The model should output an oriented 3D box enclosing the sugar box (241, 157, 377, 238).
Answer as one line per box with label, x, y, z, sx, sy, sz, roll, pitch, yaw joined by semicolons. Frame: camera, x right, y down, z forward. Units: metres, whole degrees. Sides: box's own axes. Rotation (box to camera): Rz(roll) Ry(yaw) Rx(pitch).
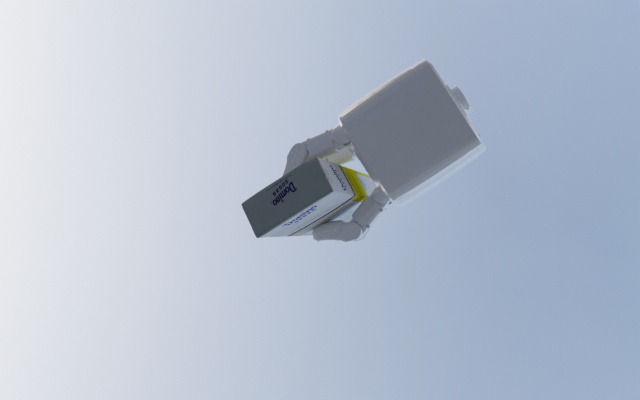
sugar box;0.000;0.001;0.524;0.093;0.048;0.176;-31;-16;17
